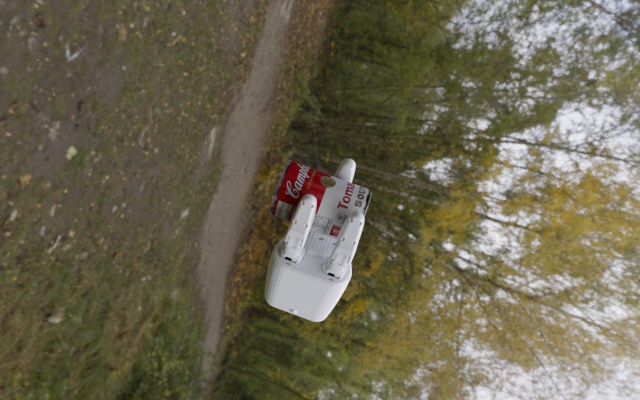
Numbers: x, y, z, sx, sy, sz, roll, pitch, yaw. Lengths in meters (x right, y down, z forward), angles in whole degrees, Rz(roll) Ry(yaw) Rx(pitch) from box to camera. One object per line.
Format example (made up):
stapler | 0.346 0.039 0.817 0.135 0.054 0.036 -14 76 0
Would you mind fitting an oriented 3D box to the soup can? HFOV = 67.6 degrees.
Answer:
soup can | 0.001 0.002 0.555 0.102 0.068 0.068 20 0 1
